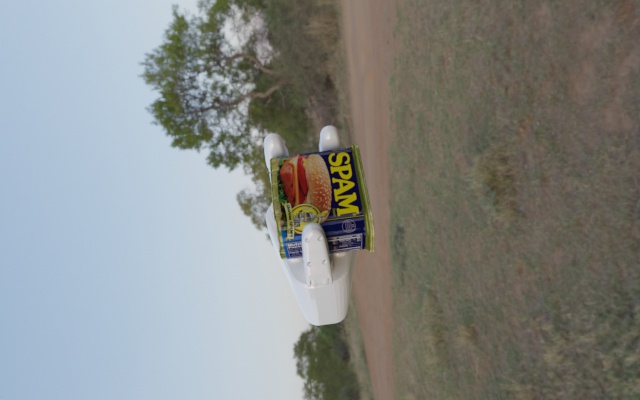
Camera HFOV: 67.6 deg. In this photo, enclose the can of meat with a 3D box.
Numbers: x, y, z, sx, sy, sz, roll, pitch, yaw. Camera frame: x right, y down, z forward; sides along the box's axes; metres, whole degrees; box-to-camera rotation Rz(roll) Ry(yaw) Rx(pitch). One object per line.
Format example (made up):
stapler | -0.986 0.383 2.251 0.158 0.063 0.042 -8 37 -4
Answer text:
can of meat | 0.000 0.002 0.441 0.084 0.102 0.057 -8 -33 0
